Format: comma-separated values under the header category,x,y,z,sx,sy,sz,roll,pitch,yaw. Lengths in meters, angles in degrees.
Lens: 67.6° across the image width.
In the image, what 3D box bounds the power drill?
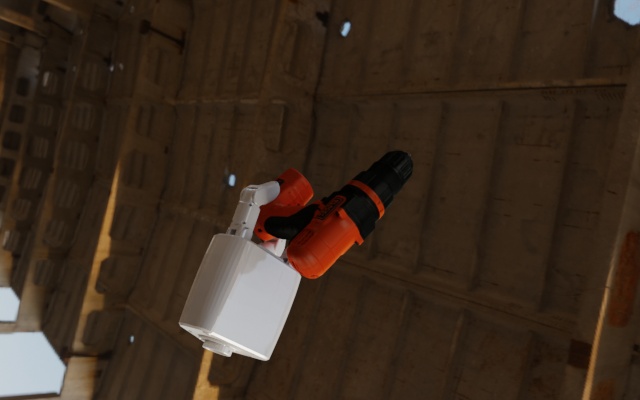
category,x,y,z,sx,sy,sz,roll,pitch,yaw
power drill,0.000,0.002,0.572,0.184,0.057,0.187,-42,25,-22
